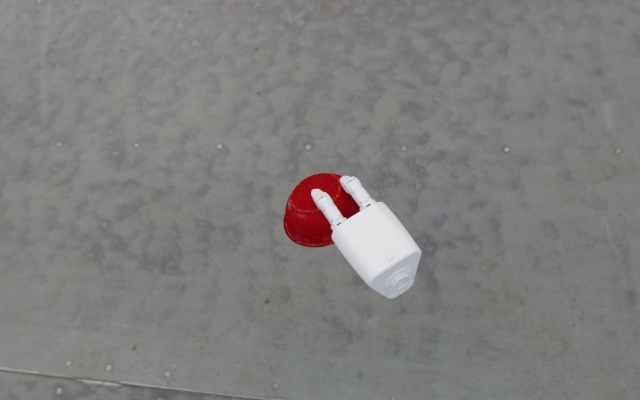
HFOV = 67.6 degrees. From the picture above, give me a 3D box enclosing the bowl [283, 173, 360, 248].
[{"bbox_3d":[-0.001,0.002,0.840,0.162,0.162,0.055,0,-42,26],"label":"bowl"}]
